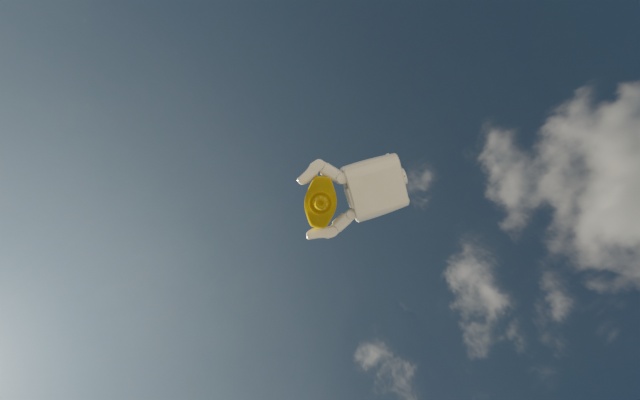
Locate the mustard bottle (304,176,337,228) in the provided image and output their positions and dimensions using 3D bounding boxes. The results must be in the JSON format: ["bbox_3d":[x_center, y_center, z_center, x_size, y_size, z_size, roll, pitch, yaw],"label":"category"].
[{"bbox_3d":[0.000,0.003,0.899,0.058,0.096,0.191,7,2,-1],"label":"mustard bottle"}]
